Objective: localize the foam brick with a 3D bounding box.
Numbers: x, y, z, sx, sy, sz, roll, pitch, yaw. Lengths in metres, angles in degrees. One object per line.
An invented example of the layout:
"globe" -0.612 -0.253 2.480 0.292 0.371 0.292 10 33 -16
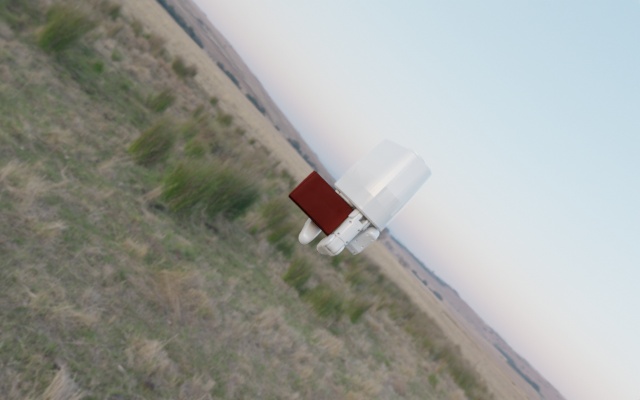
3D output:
"foam brick" 0.000 0.002 0.666 0.051 0.078 0.053 -44 7 2
